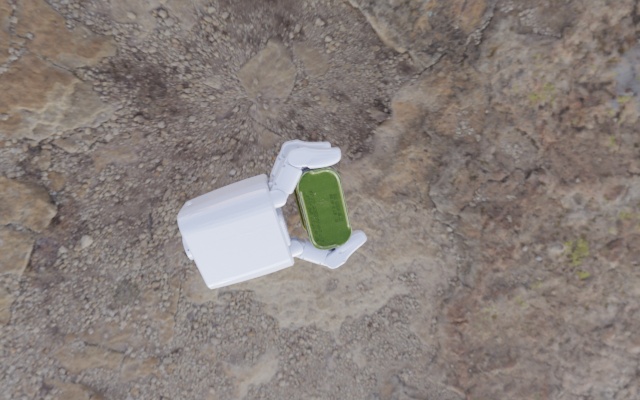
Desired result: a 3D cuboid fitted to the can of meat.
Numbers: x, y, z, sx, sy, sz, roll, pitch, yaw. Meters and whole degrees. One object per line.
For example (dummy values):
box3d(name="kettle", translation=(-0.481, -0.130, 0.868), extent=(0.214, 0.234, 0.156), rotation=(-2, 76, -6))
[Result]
box3d(name="can of meat", translation=(0.000, 0.002, 0.582), extent=(0.057, 0.102, 0.084), rotation=(-15, 14, -4))
